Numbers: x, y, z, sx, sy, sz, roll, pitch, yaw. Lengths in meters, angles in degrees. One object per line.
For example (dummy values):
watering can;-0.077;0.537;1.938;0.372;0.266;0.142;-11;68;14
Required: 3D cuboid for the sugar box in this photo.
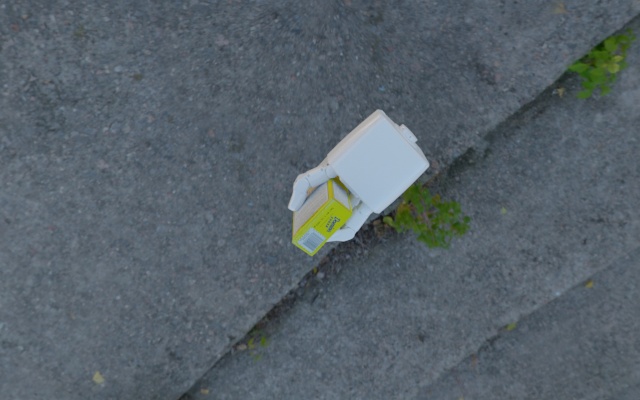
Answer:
sugar box;0.001;0.003;0.751;0.048;0.093;0.176;39;19;-15
